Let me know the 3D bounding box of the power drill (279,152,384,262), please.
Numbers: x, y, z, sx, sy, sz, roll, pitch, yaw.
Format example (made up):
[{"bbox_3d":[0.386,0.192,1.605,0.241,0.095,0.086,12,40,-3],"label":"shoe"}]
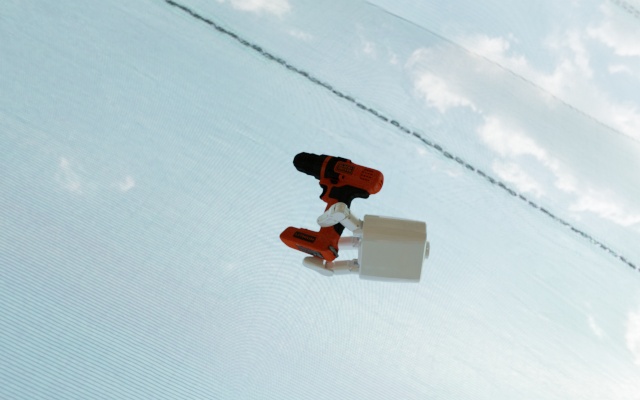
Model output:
[{"bbox_3d":[0.000,0.003,0.858,0.184,0.187,0.057,17,-19,27],"label":"power drill"}]
